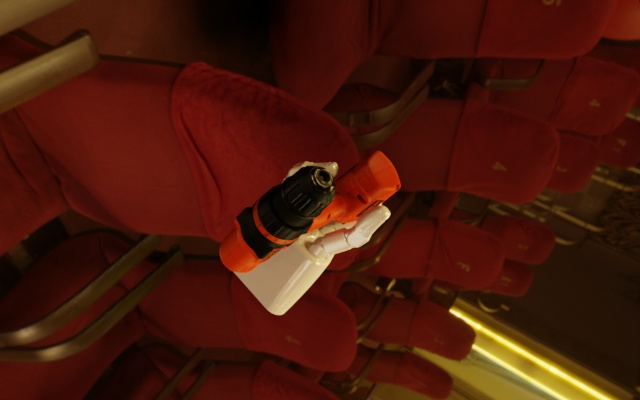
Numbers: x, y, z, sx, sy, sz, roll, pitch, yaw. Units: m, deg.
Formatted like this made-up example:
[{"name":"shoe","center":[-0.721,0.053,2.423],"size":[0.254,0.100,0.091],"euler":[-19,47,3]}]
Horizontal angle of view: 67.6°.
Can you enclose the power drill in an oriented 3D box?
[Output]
[{"name":"power drill","center":[0.000,0.002,0.503],"size":[0.187,0.057,0.184],"euler":[-21,-11,-43]}]
